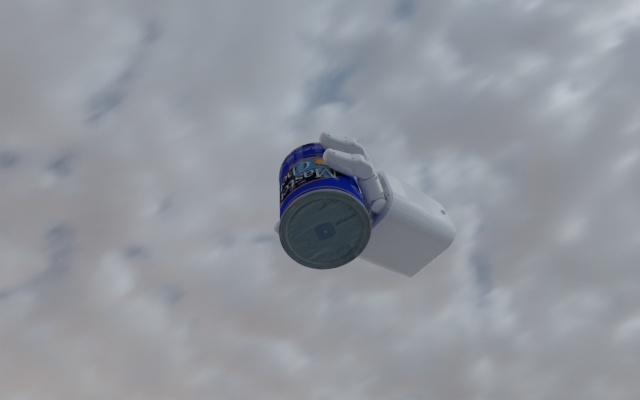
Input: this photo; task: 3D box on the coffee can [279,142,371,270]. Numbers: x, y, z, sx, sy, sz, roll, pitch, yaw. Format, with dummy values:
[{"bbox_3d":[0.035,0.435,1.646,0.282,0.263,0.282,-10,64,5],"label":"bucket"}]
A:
[{"bbox_3d":[0.000,0.002,0.586,0.103,0.103,0.140,0,29,-5],"label":"coffee can"}]
